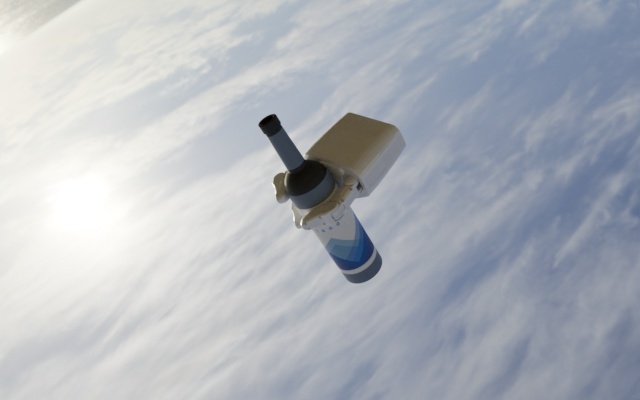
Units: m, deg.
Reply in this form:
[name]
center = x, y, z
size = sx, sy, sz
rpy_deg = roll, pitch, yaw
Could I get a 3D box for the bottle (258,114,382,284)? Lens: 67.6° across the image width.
[bottle]
center = 0.000, 0.002, 0.685
size = 0.069, 0.296, 0.069
rpy_deg = -23, 33, 16
